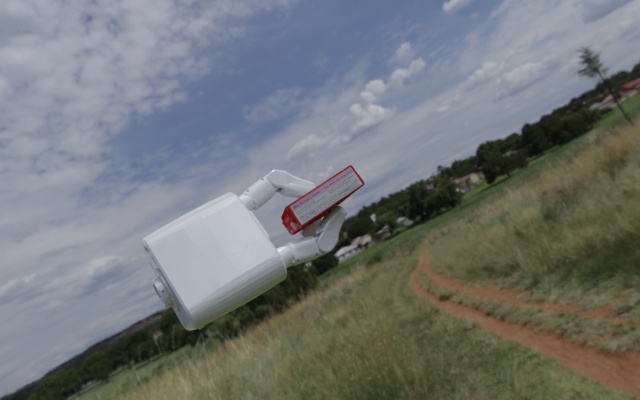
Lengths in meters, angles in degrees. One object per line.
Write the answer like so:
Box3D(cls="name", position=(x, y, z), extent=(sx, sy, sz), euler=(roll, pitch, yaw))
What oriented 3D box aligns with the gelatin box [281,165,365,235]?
Box3D(cls="gelatin box", position=(0.000, 0.001, 0.538), extent=(0.089, 0.030, 0.073), euler=(-34, -3, -14))
